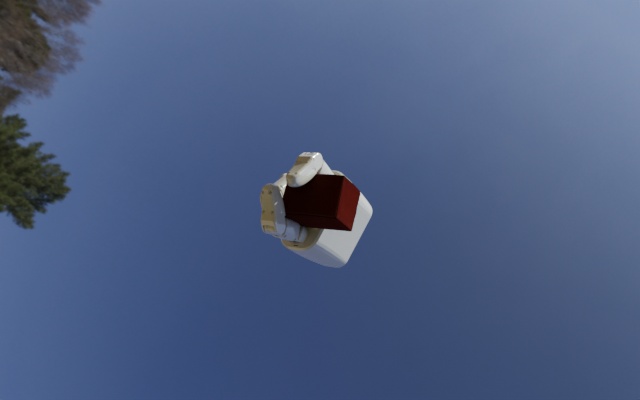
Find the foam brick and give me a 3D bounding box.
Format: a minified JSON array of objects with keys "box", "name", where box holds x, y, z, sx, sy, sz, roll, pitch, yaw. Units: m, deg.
[{"box":[0.000,0.002,0.567,0.078,0.053,0.051,4,-19,30],"name":"foam brick"}]
